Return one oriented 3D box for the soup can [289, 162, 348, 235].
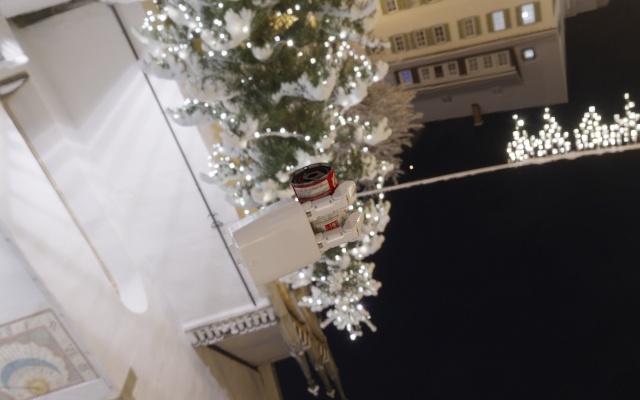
[{"bbox_3d":[0.001,0.002,0.725,0.068,0.102,0.068,-16,26,8],"label":"soup can"}]
